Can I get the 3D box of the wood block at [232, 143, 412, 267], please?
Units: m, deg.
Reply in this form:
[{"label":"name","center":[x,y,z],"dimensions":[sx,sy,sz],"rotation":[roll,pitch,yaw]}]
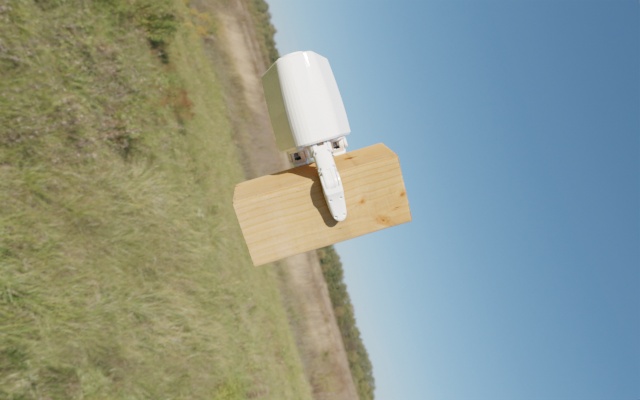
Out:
[{"label":"wood block","center":[0.000,0.002,0.620],"dimensions":[0.206,0.090,0.090],"rotation":[-16,19,-2]}]
